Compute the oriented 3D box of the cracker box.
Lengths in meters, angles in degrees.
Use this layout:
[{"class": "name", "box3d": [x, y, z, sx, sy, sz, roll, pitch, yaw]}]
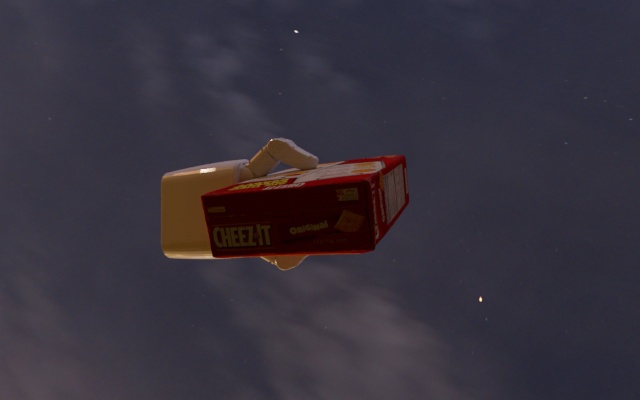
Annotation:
[{"class": "cracker box", "box3d": [0.000, 0.001, 0.522, 0.164, 0.072, 0.213, -5, 9, 19]}]
